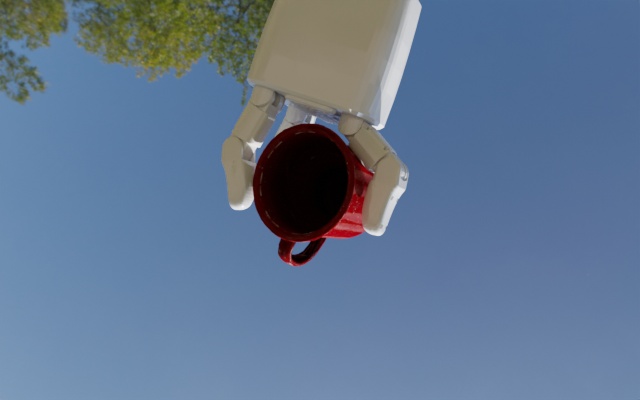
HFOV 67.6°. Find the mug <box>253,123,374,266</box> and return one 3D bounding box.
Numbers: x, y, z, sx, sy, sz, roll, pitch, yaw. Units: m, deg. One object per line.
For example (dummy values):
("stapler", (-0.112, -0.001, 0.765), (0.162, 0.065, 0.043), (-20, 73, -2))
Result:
("mug", (0.000, 0.003, 0.403), (0.093, 0.117, 0.081), (23, 5, 30))
